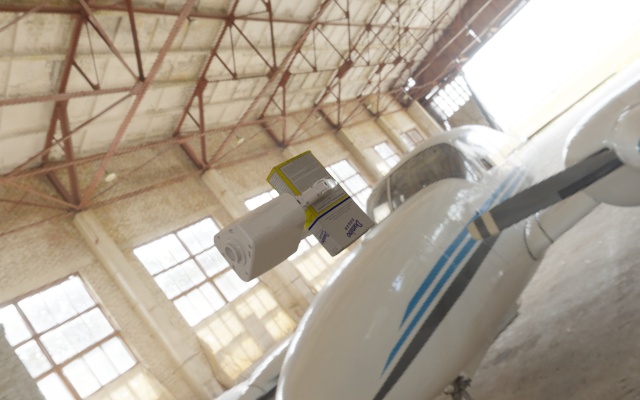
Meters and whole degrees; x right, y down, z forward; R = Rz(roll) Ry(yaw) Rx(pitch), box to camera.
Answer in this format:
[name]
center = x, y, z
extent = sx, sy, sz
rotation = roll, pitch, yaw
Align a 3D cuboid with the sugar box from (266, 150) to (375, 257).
[sugar box]
center = 0.000, 0.003, 0.806
extent = 0.093, 0.176, 0.048
rotation = -32, -11, -40
